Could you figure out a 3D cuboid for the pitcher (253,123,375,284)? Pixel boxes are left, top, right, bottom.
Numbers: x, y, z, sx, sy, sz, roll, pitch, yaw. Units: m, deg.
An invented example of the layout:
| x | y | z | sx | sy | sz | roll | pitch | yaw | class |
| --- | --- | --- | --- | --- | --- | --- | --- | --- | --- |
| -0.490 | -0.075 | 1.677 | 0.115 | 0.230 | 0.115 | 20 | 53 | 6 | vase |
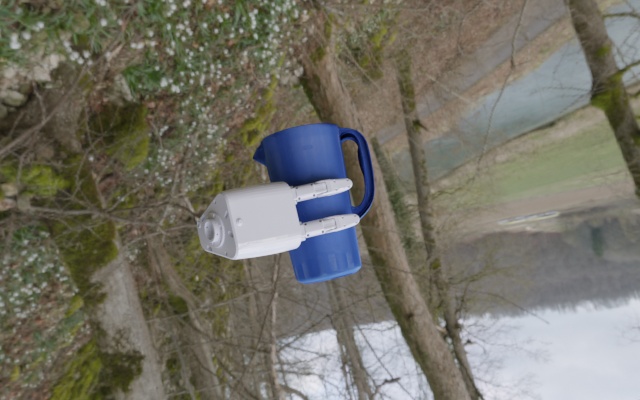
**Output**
| x | y | z | sx | sy | sz | roll | pitch | yaw | class |
| --- | --- | --- | --- | --- | --- | --- | --- | --- | --- |
| 0.000 | 0.003 | 0.772 | 0.145 | 0.243 | 0.149 | -9 | -6 | -42 | pitcher |
